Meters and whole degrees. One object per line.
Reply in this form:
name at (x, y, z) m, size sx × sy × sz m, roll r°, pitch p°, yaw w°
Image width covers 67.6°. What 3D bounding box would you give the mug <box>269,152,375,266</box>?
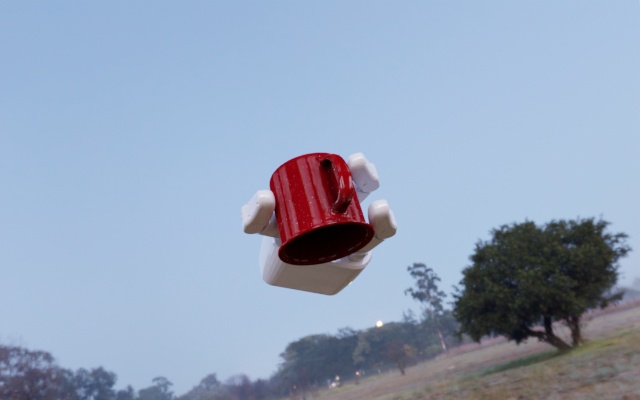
mug at (0.000, 0.001, 0.452) m, size 0.093 × 0.081 × 0.117 m, roll -4°, pitch -29°, yaw -21°
